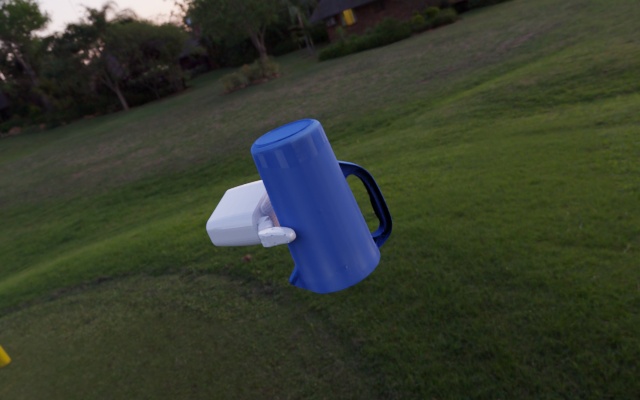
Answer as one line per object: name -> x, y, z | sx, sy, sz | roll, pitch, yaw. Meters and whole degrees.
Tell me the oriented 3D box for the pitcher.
pitcher -> 0.000, 0.002, 0.722 | 0.145, 0.243, 0.149 | -9, 24, 32
